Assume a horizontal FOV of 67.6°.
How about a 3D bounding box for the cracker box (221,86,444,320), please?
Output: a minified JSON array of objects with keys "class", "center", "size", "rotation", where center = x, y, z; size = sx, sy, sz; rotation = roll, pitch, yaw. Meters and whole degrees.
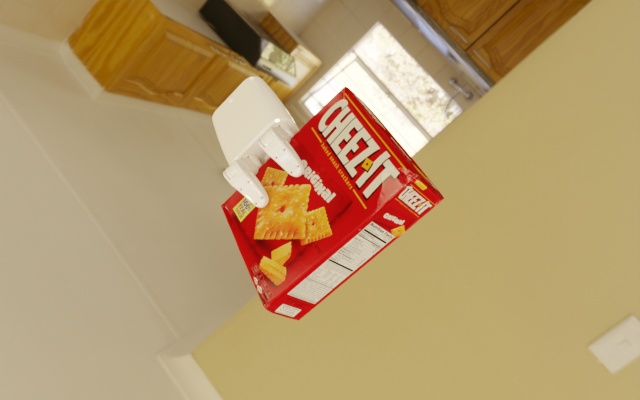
[{"class":"cracker box","center":[0.000,0.002,0.537],"size":[0.214,0.164,0.072],"rotation":[-42,-40,15]}]
